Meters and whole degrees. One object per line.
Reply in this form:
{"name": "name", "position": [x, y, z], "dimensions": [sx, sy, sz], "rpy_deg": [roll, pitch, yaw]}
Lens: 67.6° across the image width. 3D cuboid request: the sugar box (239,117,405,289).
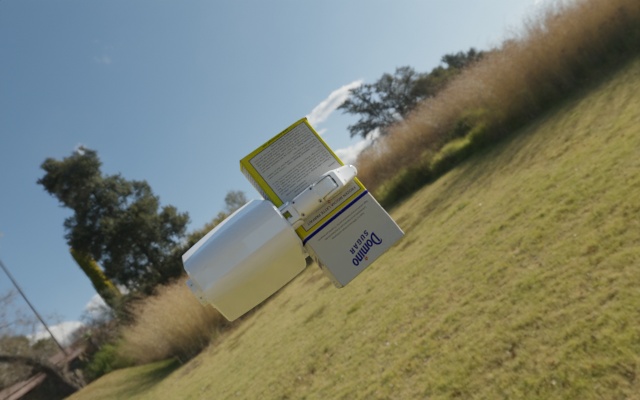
{"name": "sugar box", "position": [0.000, 0.002, 0.533], "dimensions": [0.093, 0.176, 0.048], "rpy_deg": [-37, -5, -14]}
